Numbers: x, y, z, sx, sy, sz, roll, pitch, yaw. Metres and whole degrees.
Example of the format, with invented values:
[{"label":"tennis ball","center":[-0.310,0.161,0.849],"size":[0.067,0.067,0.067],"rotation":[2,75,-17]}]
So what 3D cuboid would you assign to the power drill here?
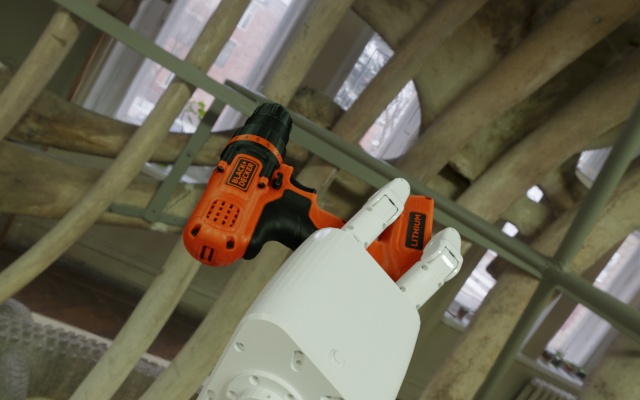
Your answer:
[{"label":"power drill","center":[0.000,0.002,0.409],"size":[0.187,0.184,0.057],"rotation":[21,-42,-3]}]
